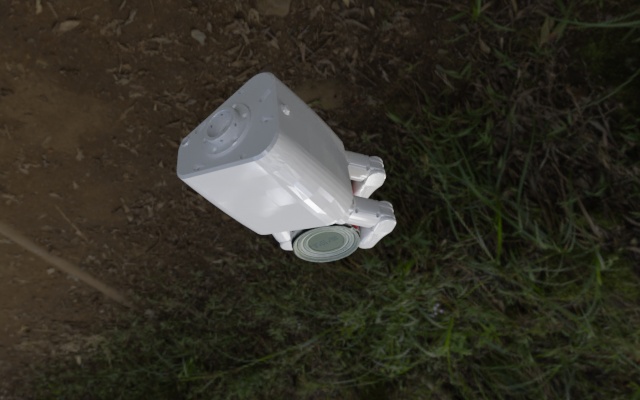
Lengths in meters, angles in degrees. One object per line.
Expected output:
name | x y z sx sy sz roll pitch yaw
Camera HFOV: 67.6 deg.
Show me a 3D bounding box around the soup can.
soup can | 0.000 0.002 0.480 0.068 0.102 0.069 -5 -36 -4
